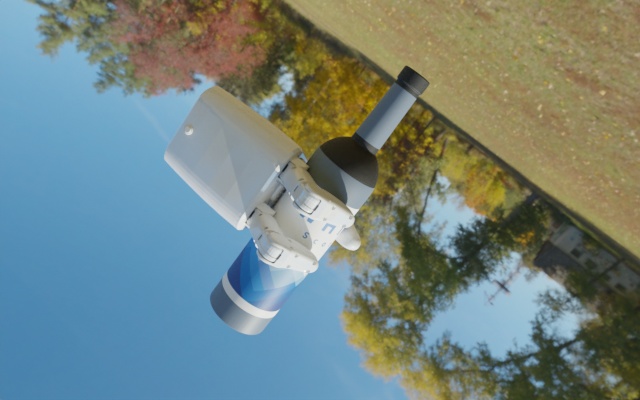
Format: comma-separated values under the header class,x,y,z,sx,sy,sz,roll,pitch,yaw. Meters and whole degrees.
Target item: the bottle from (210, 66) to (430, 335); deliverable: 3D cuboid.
class,x,y,z,sx,sy,sz,roll,pitch,yaw
bottle,0.000,0.002,0.460,0.069,0.296,0.069,35,15,-10
